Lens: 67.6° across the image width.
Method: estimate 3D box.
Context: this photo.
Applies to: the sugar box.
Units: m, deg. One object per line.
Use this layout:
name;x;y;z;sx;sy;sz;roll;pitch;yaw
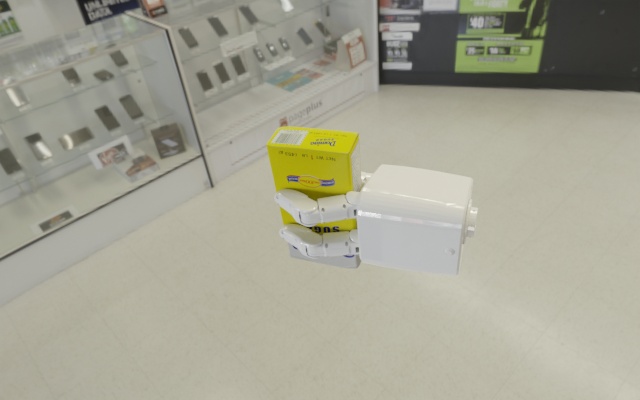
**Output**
sugar box;0.000;0.002;0.549;0.093;0.176;0.048;8;41;19
